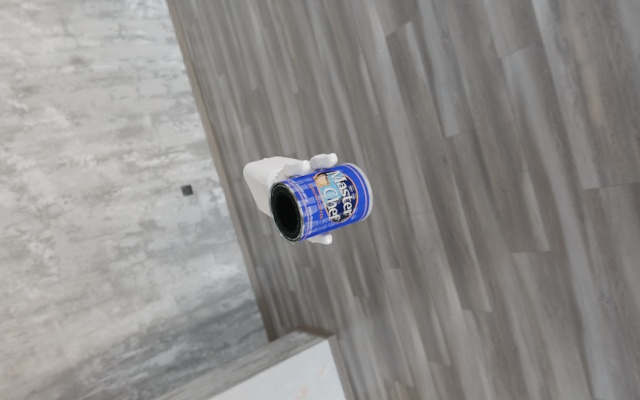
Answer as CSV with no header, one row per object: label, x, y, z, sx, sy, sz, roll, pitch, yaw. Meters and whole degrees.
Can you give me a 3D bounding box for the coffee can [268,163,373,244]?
coffee can,0.000,0.003,0.788,0.140,0.103,0.103,-17,9,-32
